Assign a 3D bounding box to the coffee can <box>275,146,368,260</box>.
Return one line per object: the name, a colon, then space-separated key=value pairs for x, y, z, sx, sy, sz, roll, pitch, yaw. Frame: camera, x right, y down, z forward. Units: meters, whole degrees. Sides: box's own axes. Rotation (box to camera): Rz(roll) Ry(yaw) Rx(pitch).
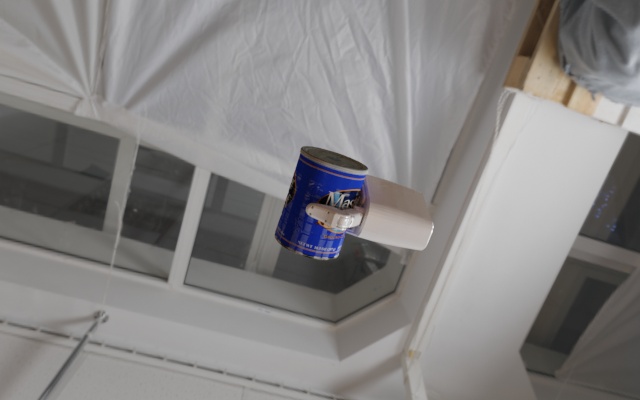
coffee can: x=0.000 y=0.002 z=0.707 sx=0.103 sy=0.140 sz=0.102 roll=17 pitch=15 yaw=-5
